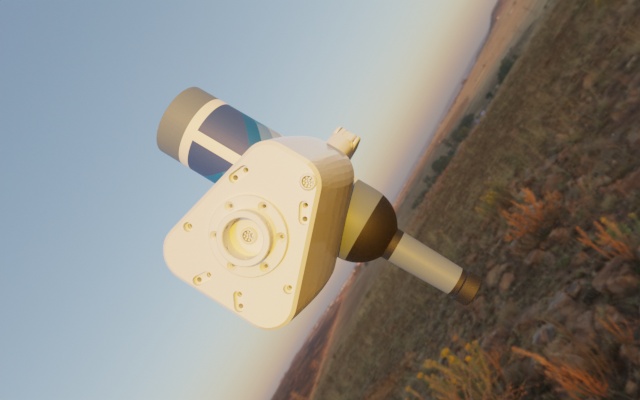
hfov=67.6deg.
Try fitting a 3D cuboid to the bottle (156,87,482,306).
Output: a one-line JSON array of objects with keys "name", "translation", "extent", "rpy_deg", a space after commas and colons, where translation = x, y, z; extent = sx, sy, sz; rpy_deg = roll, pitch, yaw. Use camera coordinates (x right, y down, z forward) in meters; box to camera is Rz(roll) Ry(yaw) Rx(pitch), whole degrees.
[{"name": "bottle", "translation": [0.000, 0.001, 0.411], "extent": [0.295, 0.069, 0.069], "rpy_deg": [30, 4, 7]}]
